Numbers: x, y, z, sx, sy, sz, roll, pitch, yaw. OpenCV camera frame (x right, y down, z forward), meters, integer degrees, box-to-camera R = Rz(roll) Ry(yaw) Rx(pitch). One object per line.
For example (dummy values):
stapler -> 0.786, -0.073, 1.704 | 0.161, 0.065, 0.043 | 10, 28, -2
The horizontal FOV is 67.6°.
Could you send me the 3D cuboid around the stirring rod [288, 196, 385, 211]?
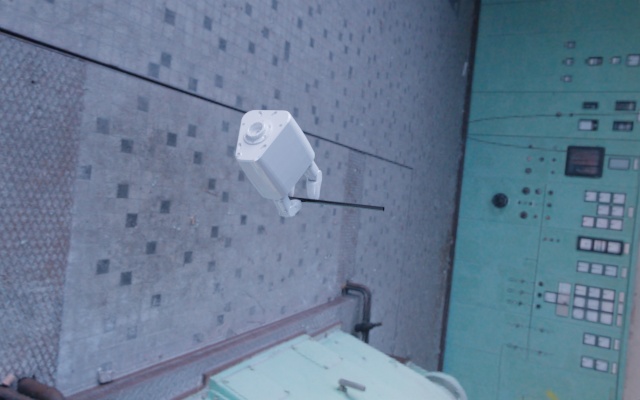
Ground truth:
stirring rod -> 0.000, 0.003, 0.864 | 0.239, 0.011, 0.011 | 6, 3, 26
